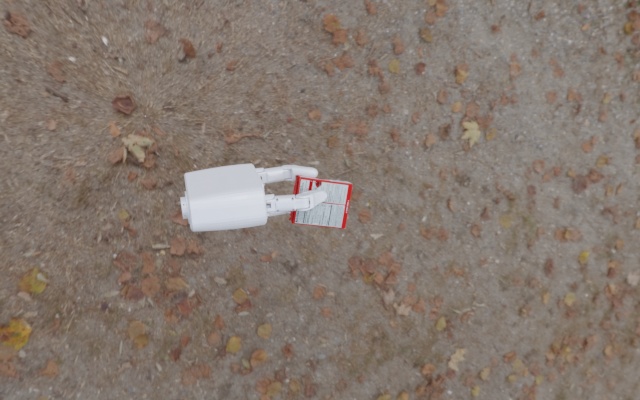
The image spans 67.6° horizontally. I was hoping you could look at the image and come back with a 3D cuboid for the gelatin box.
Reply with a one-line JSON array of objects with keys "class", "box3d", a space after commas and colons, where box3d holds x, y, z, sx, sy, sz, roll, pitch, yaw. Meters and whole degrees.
[{"class": "gelatin box", "box3d": [0.001, 0.003, 0.743, 0.089, 0.073, 0.030, 7, 9, -15]}]
